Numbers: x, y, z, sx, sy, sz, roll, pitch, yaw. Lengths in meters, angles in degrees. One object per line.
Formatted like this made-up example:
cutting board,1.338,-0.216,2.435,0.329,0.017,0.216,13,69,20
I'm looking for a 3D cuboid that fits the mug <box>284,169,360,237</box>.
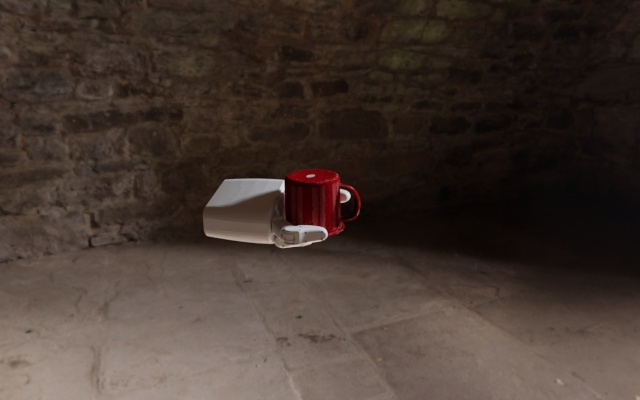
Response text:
mug,0.002,0.002,0.702,0.117,0.081,0.093,2,18,11
